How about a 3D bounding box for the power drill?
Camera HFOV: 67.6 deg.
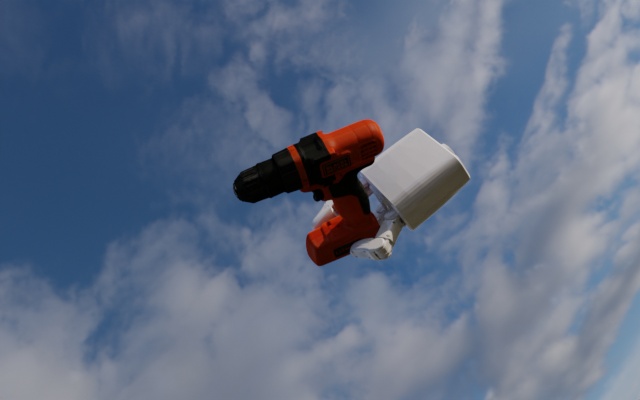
[{"bbox_3d":[0.000,0.002,0.601,0.184,0.057,0.188,-22,-43,-5],"label":"power drill"}]
